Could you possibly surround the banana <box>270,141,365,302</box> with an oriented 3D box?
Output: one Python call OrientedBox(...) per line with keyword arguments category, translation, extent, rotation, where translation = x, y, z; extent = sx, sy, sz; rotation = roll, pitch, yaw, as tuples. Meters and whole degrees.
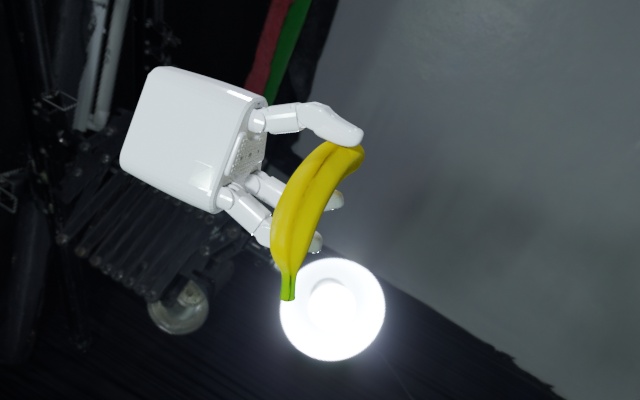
OrientedBox(category="banana", translation=(-0.001, -0.010, 0.413), extent=(0.037, 0.070, 0.197), rotation=(17, 45, 15))
